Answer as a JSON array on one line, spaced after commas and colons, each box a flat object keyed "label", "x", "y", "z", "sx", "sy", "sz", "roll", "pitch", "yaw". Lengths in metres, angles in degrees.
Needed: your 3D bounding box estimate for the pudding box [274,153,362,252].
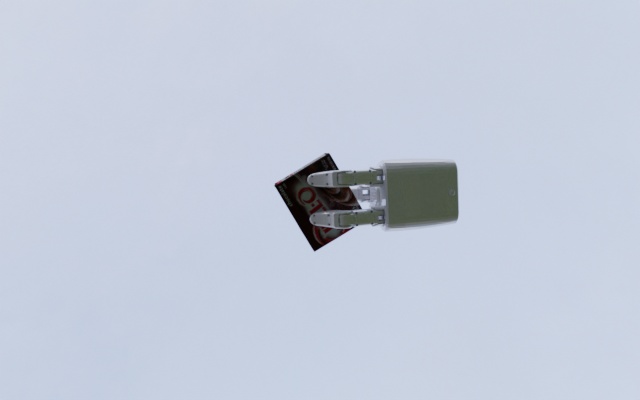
[{"label": "pudding box", "x": 0.000, "y": 0.002, "z": 0.679, "sx": 0.090, "sy": 0.113, "sz": 0.039, "roll": -31, "pitch": 7, "yaw": -3}]
